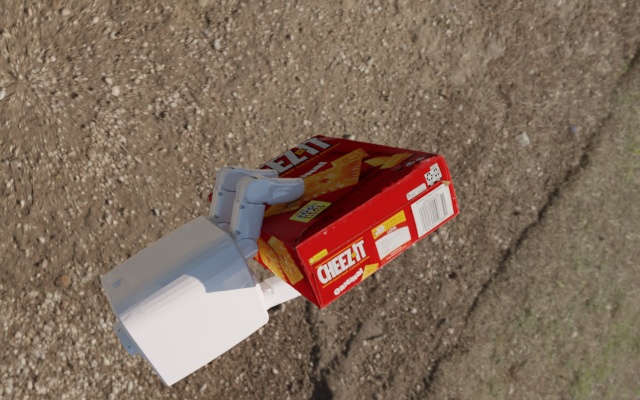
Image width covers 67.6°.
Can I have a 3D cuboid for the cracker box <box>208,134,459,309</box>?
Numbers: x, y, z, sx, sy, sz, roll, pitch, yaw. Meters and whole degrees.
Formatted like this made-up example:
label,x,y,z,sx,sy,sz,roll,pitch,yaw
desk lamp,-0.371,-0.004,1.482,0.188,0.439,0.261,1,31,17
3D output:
label,x,y,z,sx,sy,sz,roll,pitch,yaw
cracker box,0.000,0.002,0.482,0.164,0.072,0.213,-31,26,-22
